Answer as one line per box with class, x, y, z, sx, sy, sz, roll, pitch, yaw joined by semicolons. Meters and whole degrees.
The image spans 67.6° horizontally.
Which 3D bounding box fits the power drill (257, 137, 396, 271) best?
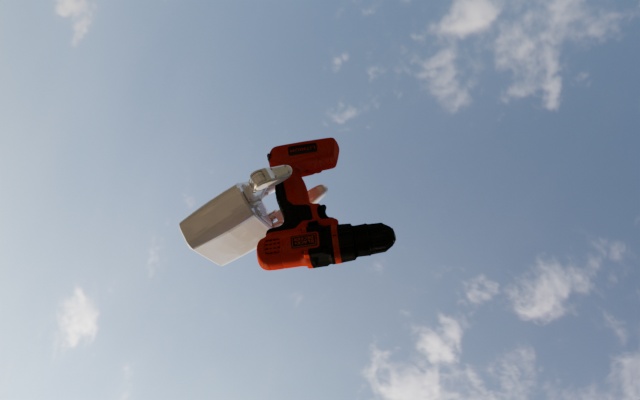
power drill;0.000;0.002;0.665;0.184;0.187;0.057;-8;-33;2
